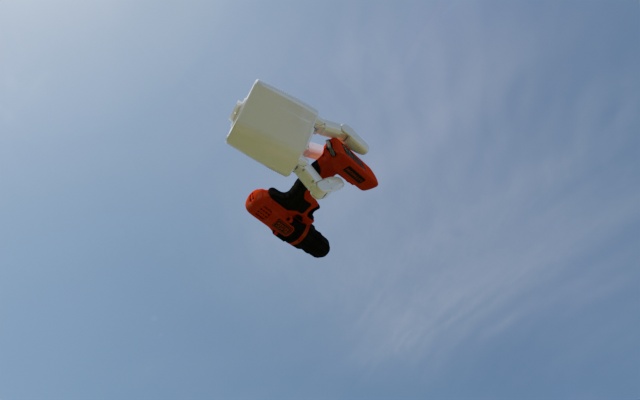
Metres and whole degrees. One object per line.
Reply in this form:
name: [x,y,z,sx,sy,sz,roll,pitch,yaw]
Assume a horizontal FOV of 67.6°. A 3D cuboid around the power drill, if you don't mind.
power drill: [0.000,0.002,0.782,0.184,0.188,0.057,38,19,-35]
